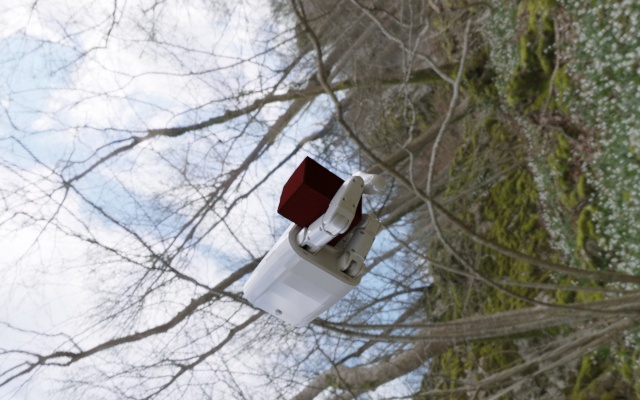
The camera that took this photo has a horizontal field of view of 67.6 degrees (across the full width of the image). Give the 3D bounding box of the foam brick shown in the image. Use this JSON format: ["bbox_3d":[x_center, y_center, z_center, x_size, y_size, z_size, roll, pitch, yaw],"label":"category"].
[{"bbox_3d":[0.000,0.001,0.514,0.078,0.051,0.053,33,33,-18],"label":"foam brick"}]
